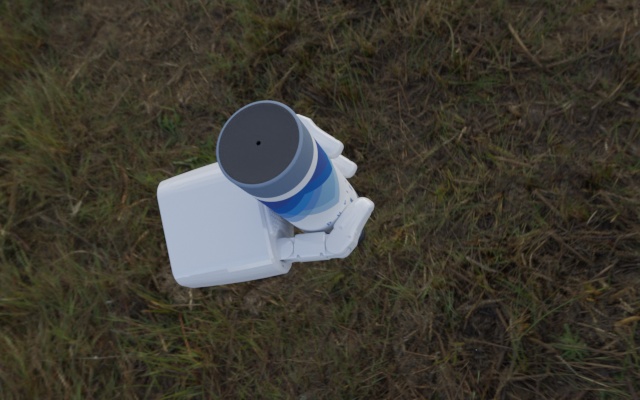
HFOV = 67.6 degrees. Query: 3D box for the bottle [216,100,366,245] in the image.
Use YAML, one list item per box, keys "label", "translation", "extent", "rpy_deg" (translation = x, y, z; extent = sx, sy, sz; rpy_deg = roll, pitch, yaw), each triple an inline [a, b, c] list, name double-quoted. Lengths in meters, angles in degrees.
- label: "bottle"
  translation: [0.000, 0.001, 0.467]
  extent: [0.069, 0.069, 0.296]
  rpy_deg: [0, -17, 18]
